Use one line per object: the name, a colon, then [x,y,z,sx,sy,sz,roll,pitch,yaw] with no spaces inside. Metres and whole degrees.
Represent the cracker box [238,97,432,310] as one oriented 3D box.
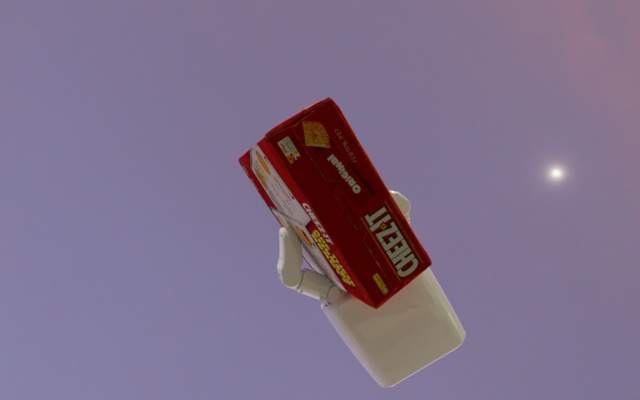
cracker box: [0.000,0.002,0.472,0.072,0.164,0.213,-35,9,-12]
